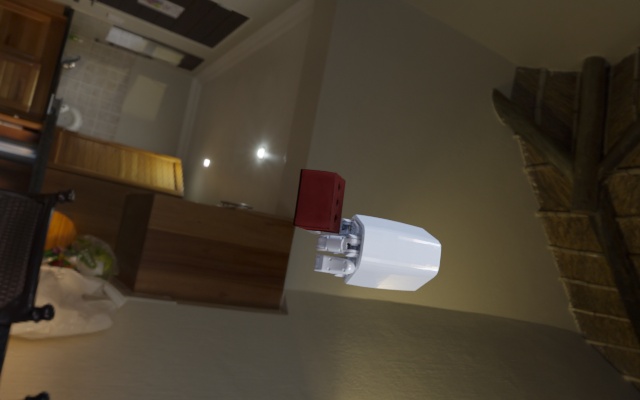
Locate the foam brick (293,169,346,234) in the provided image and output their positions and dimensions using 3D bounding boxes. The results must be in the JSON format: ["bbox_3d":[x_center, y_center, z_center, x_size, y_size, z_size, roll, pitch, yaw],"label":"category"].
[{"bbox_3d":[0.000,0.002,0.647,0.051,0.078,0.053,4,-9,19],"label":"foam brick"}]
